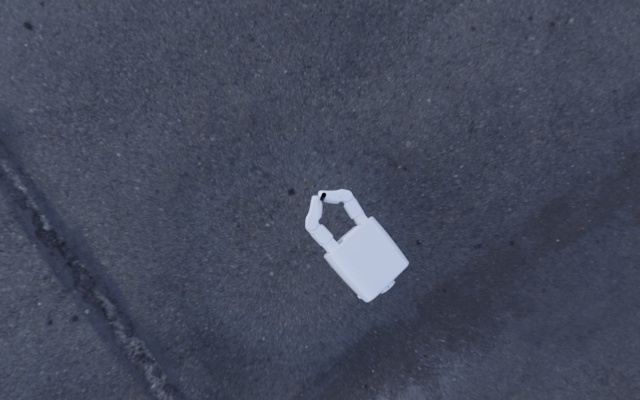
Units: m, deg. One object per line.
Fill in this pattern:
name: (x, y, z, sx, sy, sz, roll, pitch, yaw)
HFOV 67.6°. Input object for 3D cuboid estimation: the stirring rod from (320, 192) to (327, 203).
stirring rod: (0.000, 0.003, 0.868, 0.011, 0.011, 0.239, 0, -6, -3)
